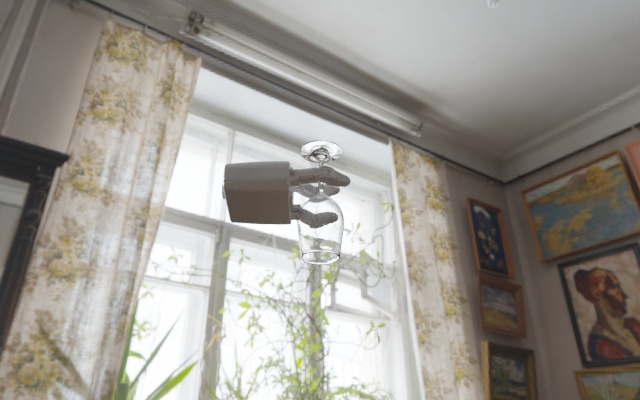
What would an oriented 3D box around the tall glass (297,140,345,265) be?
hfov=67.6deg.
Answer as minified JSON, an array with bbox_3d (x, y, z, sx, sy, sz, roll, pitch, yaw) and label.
[{"bbox_3d":[0.000,0.002,0.797,0.079,0.201,0.079,0,-27,0],"label":"tall glass"}]
